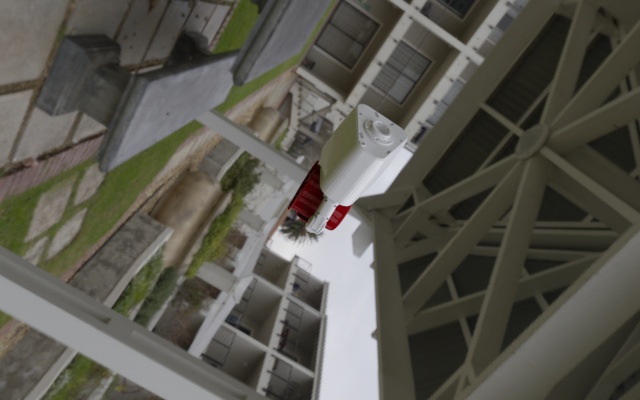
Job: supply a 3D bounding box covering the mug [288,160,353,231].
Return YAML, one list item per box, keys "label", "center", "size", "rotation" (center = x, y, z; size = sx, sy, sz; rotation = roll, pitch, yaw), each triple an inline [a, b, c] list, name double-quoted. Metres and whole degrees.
- label: "mug"
  center: [0.000, 0.004, 0.780]
  size: [0.081, 0.093, 0.117]
  rotation: [32, -46, -6]
